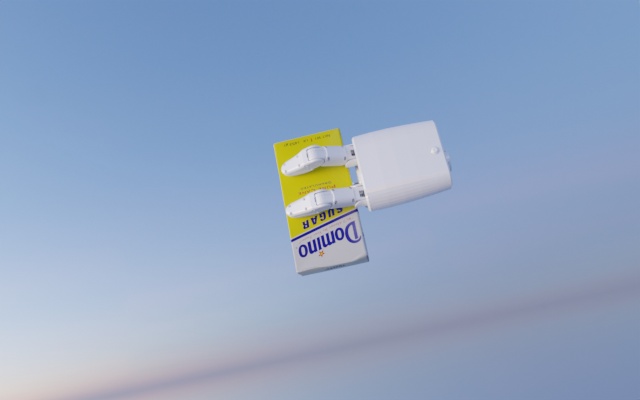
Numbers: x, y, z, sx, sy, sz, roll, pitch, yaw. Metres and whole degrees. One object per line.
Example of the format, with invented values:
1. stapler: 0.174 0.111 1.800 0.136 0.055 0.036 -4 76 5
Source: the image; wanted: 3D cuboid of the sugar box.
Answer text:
1. sugar box: 0.000 0.002 0.622 0.093 0.176 0.048 -14 -17 5
